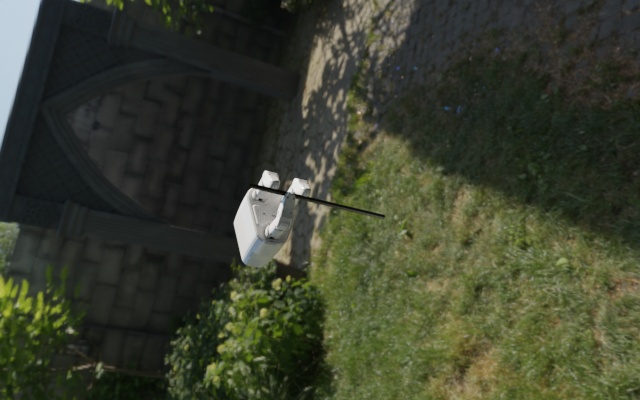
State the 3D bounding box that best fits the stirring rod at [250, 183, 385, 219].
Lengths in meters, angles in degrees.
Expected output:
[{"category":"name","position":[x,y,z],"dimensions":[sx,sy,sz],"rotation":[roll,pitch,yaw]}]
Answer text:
[{"category":"stirring rod","position":[0.000,0.003,0.790],"dimensions":[0.239,0.011,0.011],"rotation":[13,-5,-20]}]
